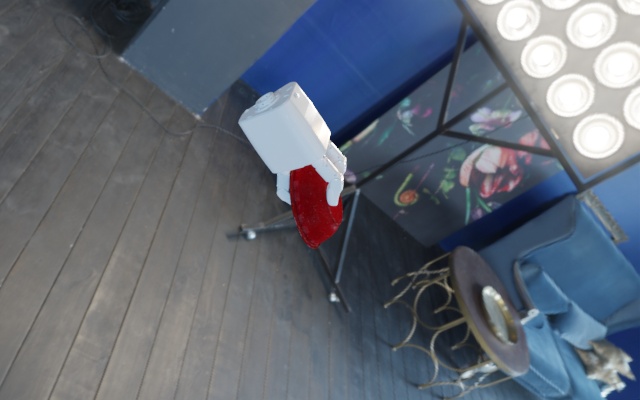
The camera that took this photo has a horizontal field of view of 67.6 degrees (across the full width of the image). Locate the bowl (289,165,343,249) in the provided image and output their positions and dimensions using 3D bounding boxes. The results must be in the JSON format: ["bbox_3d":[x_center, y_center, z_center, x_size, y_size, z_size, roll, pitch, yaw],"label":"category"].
[{"bbox_3d":[0.001,0.004,0.856,0.055,0.162,0.162,-11,-3,17],"label":"bowl"}]
